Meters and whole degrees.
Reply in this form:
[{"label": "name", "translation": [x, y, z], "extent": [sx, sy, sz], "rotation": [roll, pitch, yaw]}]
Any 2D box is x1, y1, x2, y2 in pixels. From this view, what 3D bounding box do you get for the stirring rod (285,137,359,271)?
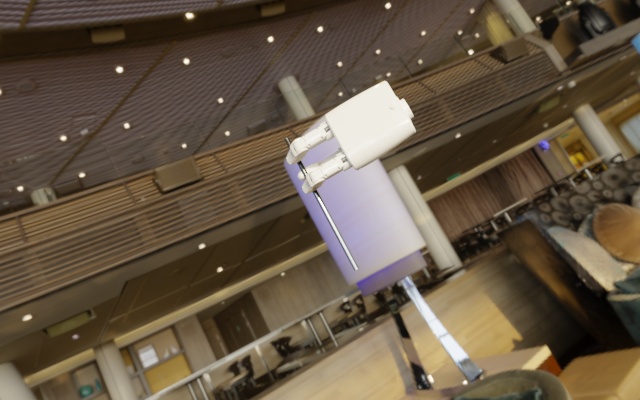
[{"label": "stirring rod", "translation": [0.000, 0.003, 0.760], "extent": [0.011, 0.239, 0.011], "rotation": [-27, -11, -6]}]
